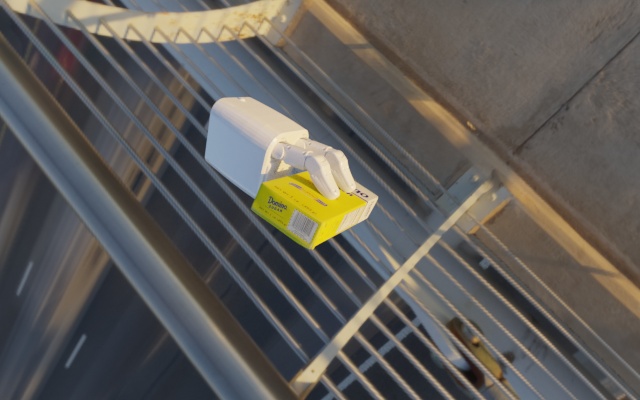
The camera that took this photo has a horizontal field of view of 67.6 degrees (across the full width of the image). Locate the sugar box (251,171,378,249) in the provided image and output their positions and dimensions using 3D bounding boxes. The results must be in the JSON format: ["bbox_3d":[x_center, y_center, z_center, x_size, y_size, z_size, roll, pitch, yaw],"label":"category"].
[{"bbox_3d":[0.000,0.002,0.623,0.093,0.048,0.176,34,26,17],"label":"sugar box"}]
